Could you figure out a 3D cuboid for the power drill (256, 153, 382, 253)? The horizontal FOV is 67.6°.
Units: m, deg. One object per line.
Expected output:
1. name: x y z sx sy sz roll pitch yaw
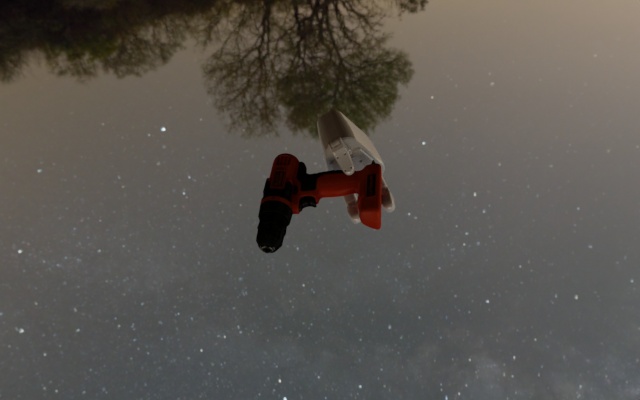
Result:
1. power drill: 0.001 0.002 0.736 0.187 0.184 0.057 2 -37 8
